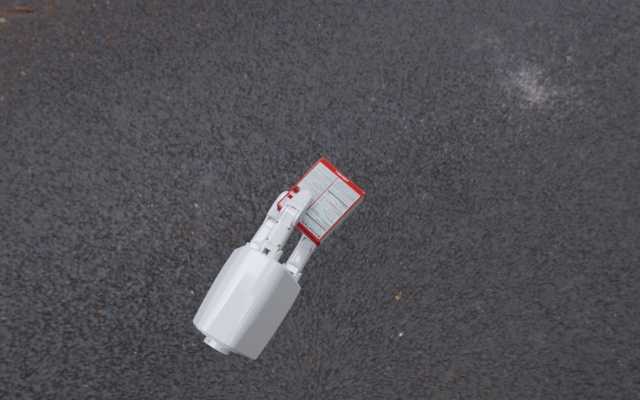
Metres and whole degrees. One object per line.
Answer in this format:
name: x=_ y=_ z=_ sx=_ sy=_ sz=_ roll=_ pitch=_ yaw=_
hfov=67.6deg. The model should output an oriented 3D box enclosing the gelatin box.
gelatin box: x=0.000 y=0.002 z=0.604 sx=0.073 sy=0.089 sz=0.030 roll=41 pitch=-13 yaw=13
